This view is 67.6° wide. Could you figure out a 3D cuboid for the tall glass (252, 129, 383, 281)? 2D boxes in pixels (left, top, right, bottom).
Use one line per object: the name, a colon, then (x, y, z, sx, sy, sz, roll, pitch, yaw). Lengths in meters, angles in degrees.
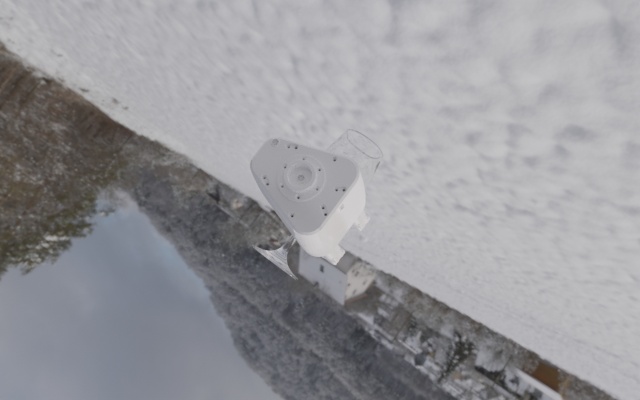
tall glass: (0.000, 0.003, 0.627, 0.079, 0.201, 0.079, 36, -9, 7)
